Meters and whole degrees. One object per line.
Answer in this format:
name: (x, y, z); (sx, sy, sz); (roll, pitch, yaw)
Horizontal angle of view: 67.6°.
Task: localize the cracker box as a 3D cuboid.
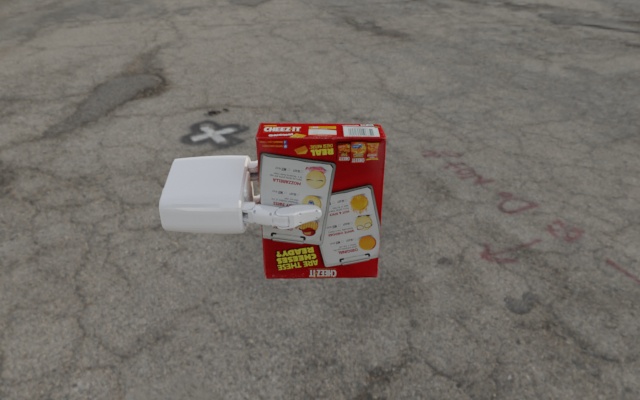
cracker box: (0.000, 0.002, 0.659); (0.164, 0.214, 0.072); (0, 28, 0)
